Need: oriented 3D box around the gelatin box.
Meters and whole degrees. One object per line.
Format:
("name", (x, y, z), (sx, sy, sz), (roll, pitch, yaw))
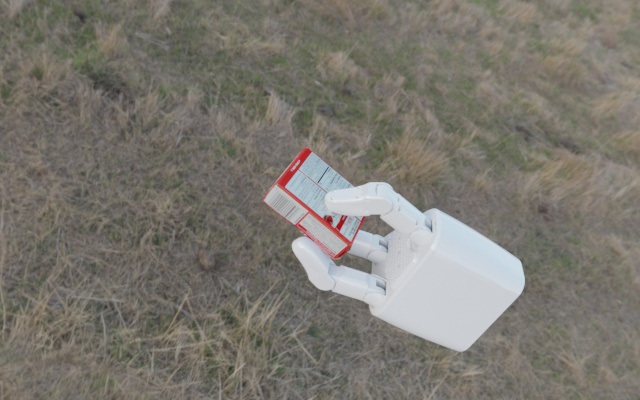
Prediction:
("gelatin box", (0.000, 0.001, 0.449), (0.030, 0.089, 0.073), (-45, 8, 39))
